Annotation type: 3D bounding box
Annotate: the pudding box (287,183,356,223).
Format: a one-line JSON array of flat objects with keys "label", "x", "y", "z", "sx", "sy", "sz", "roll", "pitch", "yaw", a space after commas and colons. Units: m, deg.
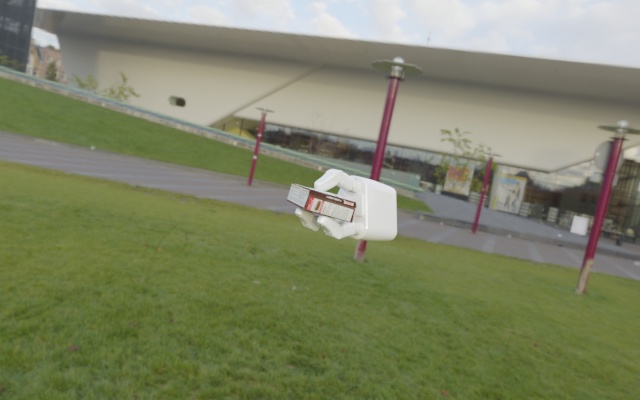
[{"label": "pudding box", "x": 0.000, "y": 0.003, "z": 0.821, "sx": 0.090, "sy": 0.039, "sz": 0.113, "roll": 15, "pitch": 0, "yaw": -19}]
